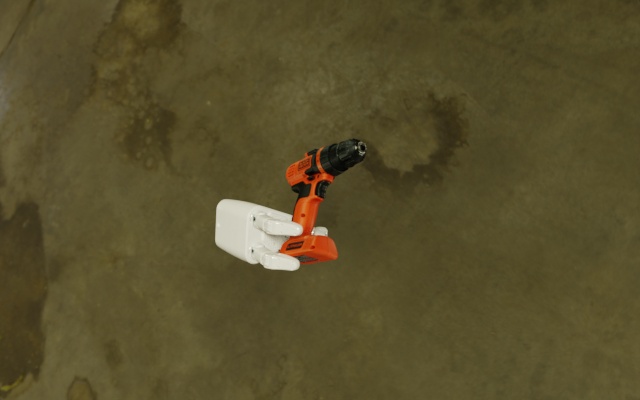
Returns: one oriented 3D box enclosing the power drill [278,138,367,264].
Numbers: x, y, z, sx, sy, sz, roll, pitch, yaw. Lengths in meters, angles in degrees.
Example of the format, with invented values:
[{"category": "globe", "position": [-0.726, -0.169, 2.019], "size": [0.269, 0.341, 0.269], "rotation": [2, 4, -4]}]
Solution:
[{"category": "power drill", "position": [0.000, 0.003, 0.766], "size": [0.057, 0.187, 0.184], "rotation": [22, -25, -31]}]
